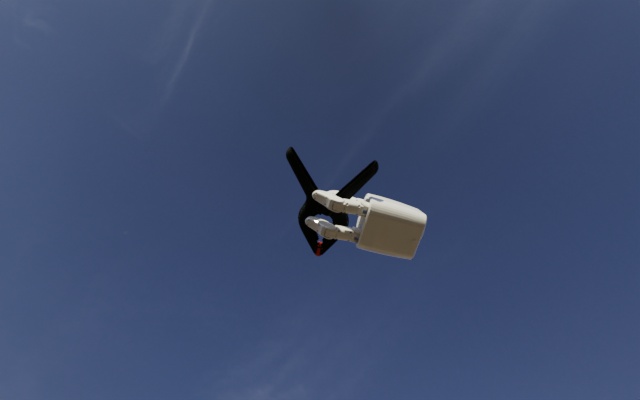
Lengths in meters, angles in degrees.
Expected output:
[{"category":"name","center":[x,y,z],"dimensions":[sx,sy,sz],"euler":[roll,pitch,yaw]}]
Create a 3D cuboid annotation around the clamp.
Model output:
[{"category":"clamp","center":[0.000,0.003,0.879],"dimensions":[0.164,0.210,0.036],"euler":[16,24,1]}]
